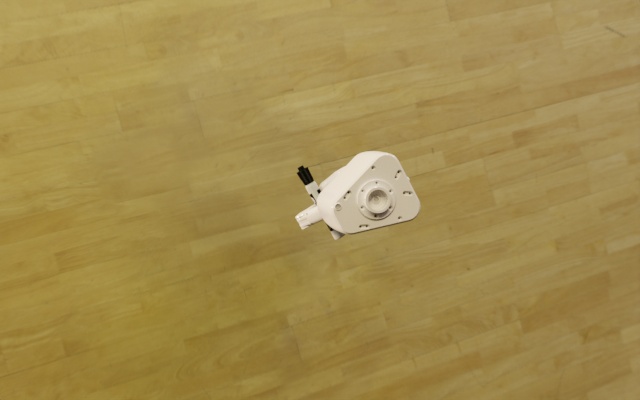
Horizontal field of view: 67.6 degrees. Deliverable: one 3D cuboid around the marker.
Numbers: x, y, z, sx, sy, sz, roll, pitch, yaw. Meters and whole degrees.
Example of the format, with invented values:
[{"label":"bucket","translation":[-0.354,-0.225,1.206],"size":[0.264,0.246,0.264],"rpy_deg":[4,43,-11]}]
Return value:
[{"label":"marker","translation":[0.000,0.002,0.706],"size":[0.020,0.121,0.020],"rpy_deg":[-29,8,5]}]
